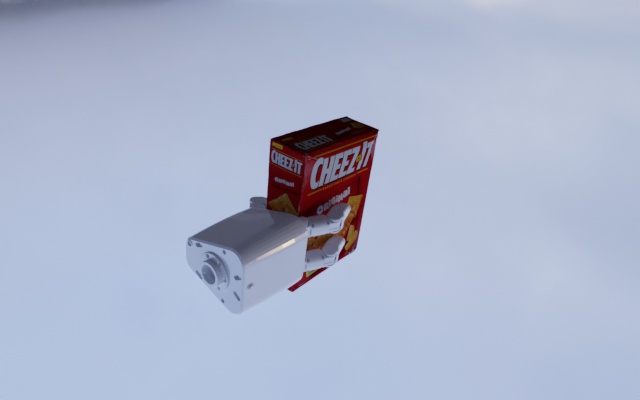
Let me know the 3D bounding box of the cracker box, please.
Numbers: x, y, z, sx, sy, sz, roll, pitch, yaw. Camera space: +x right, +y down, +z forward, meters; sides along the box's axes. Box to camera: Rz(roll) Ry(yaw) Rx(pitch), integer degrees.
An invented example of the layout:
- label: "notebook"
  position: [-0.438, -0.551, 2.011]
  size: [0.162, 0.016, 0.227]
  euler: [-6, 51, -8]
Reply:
- label: "cracker box"
  position: [0.000, 0.002, 0.690]
  size: [0.072, 0.214, 0.164]
  euler: [27, 34, 31]
